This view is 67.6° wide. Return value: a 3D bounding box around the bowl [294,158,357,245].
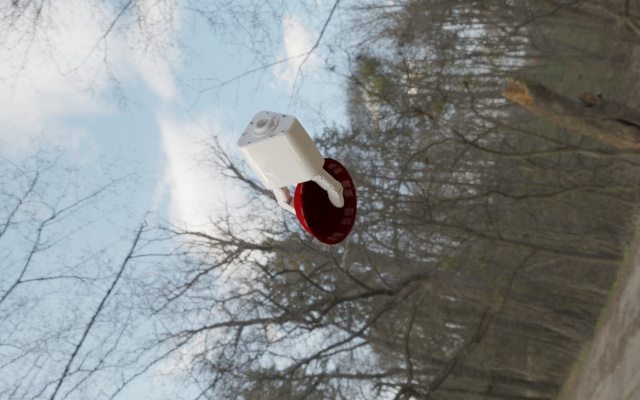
[{"bbox_3d":[0.000,0.004,0.900,0.055,0.162,0.162,-6,-4,41],"label":"bowl"}]
